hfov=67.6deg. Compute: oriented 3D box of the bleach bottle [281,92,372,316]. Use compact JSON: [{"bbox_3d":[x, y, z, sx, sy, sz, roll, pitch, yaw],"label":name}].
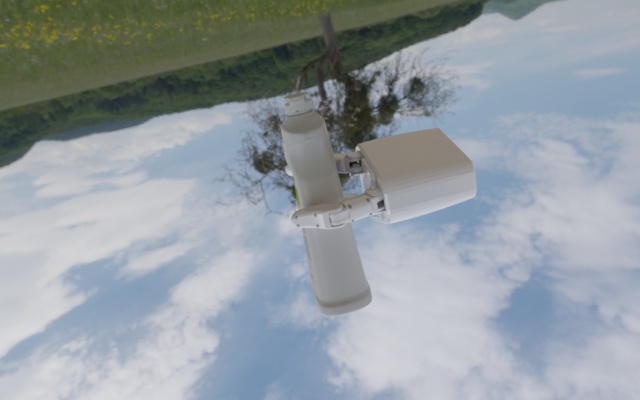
[{"bbox_3d":[0.000,0.002,0.559,0.068,0.251,0.102,-15,19,-7],"label":"bleach bottle"}]
